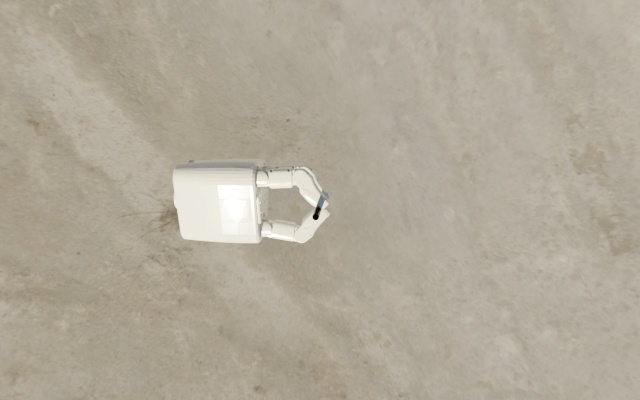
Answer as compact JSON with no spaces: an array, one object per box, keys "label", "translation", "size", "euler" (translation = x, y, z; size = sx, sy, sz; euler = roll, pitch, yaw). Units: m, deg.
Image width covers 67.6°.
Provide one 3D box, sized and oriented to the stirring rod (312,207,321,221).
[{"label":"stirring rod","translation":[0.000,0.002,0.675],"size":[0.011,0.011,0.239],"euler":[0,8,3]}]
